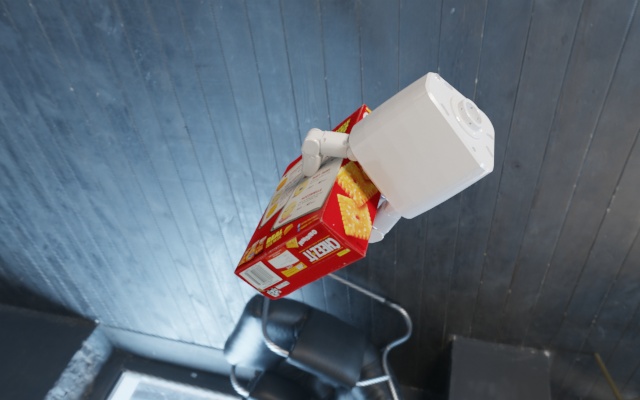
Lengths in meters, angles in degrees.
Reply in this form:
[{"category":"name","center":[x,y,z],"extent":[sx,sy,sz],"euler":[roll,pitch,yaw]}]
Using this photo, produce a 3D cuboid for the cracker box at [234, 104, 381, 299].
[{"category":"cracker box","center":[0.000,0.002,0.589],"extent":[0.072,0.213,0.164],"euler":[41,-48,-18]}]
